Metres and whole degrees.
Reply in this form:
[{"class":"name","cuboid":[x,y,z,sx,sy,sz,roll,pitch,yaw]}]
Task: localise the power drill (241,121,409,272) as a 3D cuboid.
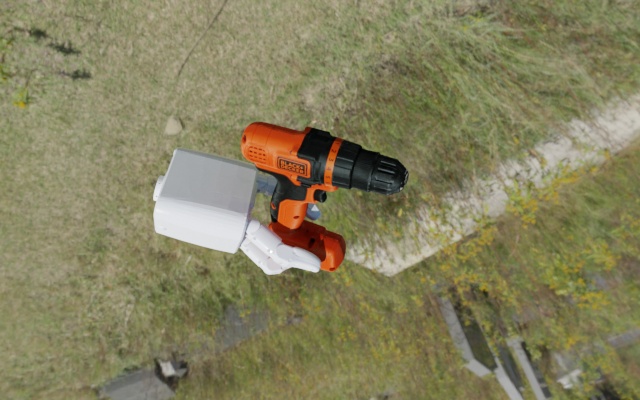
[{"class":"power drill","cuboid":[0.000,0.002,0.561,0.184,0.188,0.057,17,46,13]}]
